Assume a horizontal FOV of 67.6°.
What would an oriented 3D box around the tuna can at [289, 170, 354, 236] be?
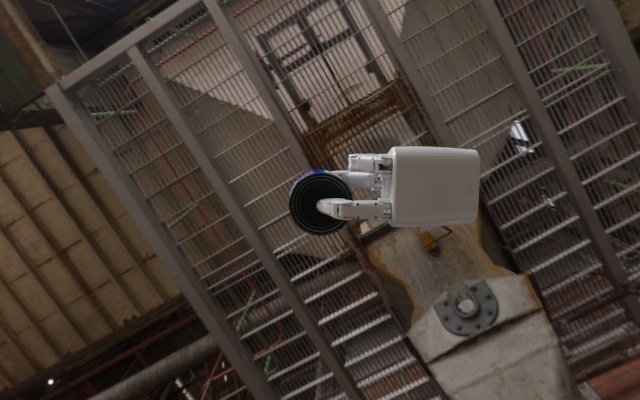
[{"bbox_3d":[0.000,0.002,0.643,0.086,0.086,0.033,0,13,-4],"label":"tuna can"}]
